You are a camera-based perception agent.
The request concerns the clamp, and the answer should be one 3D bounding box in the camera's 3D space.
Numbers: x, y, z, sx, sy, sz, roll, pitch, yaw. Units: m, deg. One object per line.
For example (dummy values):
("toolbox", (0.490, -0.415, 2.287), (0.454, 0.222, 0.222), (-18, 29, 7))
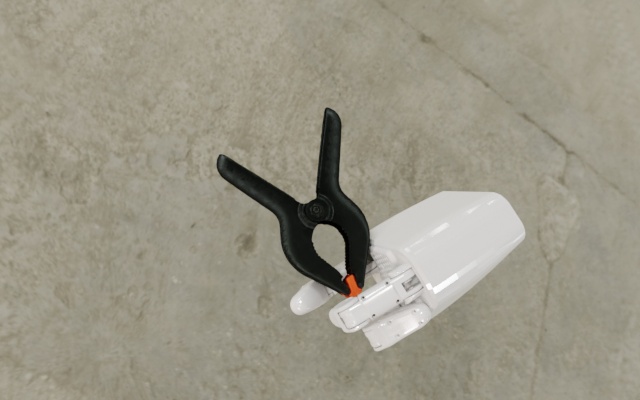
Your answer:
("clamp", (0.000, 0.002, 0.427), (0.120, 0.171, 0.039), (-35, -2, -4))
